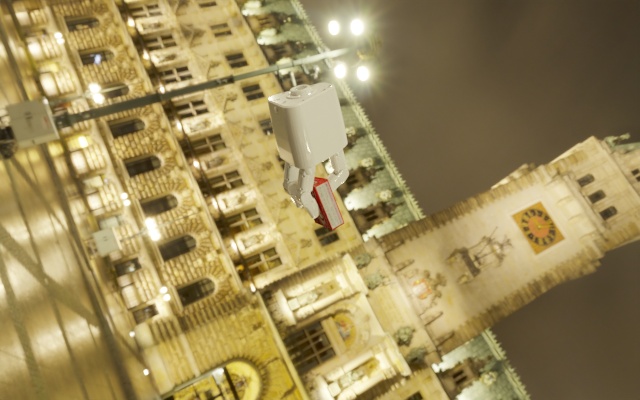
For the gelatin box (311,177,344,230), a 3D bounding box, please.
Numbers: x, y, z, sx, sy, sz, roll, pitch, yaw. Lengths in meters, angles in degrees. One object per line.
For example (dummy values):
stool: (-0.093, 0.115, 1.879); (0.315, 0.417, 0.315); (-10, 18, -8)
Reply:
gelatin box: (0.001, 0.003, 0.839); (0.030, 0.089, 0.073); (-29, 19, -19)
